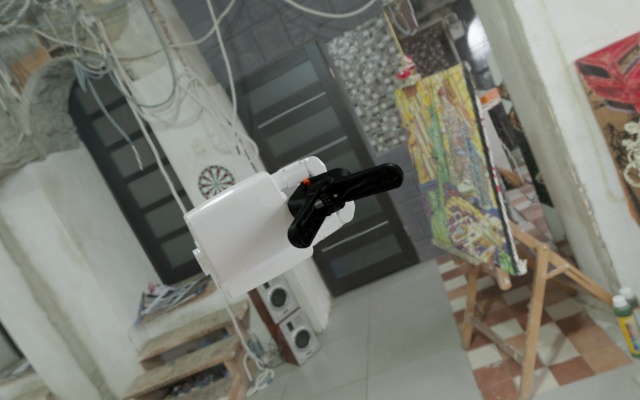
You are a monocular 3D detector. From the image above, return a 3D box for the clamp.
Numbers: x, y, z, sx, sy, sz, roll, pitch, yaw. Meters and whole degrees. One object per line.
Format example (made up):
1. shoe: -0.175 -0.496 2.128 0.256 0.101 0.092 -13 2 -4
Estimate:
1. clamp: 0.000 0.001 0.491 0.120 0.039 0.171 -29 10 -18
